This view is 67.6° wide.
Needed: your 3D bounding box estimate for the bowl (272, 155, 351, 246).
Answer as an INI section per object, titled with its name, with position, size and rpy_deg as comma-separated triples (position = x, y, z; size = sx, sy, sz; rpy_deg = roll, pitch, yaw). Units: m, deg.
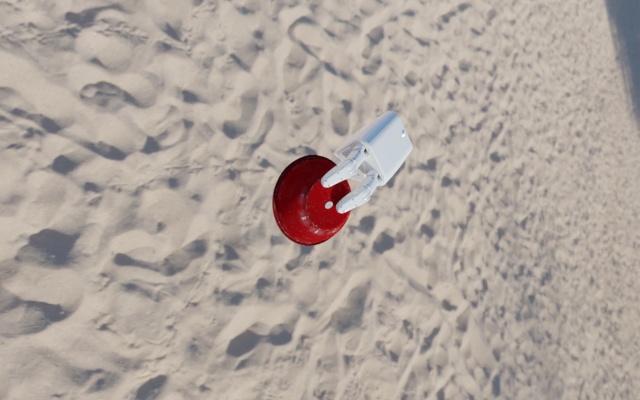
[bowl]
position = 0.000, 0.004, 0.820
size = 0.162, 0.162, 0.055
rpy_deg = 0, 6, -33
